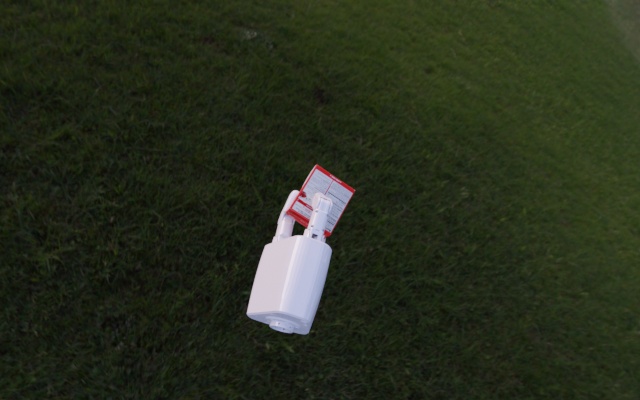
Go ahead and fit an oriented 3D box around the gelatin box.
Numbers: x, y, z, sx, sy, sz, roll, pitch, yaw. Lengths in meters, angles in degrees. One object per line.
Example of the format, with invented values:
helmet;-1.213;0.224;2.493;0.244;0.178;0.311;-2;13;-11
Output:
gelatin box;0.000;0.002;0.726;0.073;0.089;0.030;33;-24;-6
